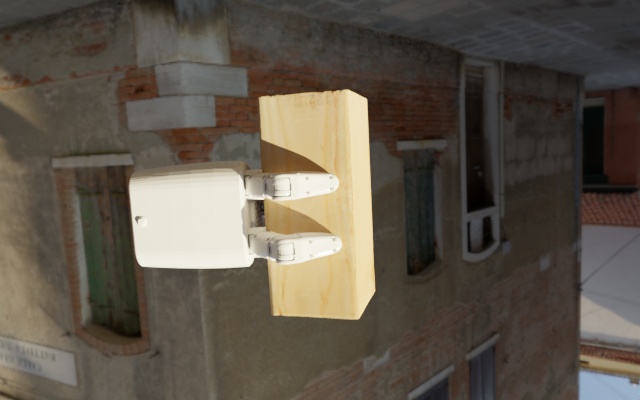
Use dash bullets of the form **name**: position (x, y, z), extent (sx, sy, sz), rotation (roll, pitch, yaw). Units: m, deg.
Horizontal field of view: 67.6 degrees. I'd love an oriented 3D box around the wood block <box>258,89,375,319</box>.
- **wood block**: position (0.000, 0.002, 0.477), extent (0.090, 0.206, 0.091), rotation (-1, 7, 16)
